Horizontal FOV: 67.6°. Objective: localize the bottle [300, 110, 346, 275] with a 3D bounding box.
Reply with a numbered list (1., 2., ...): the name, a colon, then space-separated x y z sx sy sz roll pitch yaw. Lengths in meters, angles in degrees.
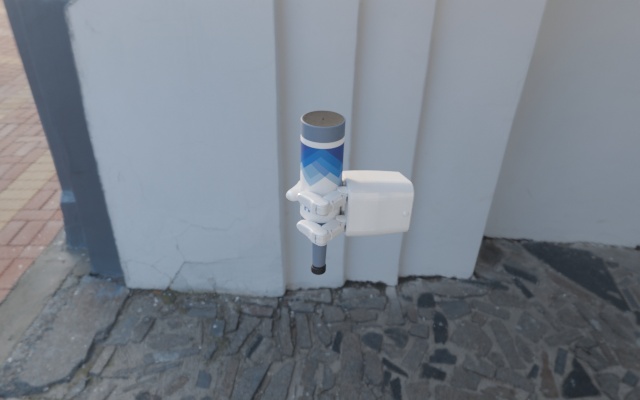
1. bottle: 0.000 0.002 0.786 0.069 0.296 0.069 1 33 -1
